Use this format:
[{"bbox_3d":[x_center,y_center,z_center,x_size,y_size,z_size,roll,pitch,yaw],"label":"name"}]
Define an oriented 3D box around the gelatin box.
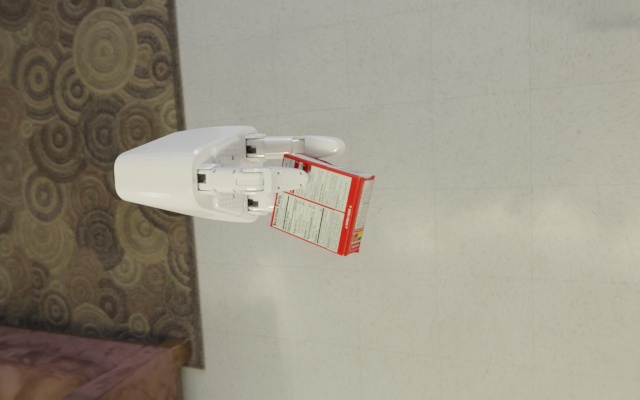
[{"bbox_3d":[0.000,0.002,0.438,0.089,0.073,0.030,19,16,33],"label":"gelatin box"}]
